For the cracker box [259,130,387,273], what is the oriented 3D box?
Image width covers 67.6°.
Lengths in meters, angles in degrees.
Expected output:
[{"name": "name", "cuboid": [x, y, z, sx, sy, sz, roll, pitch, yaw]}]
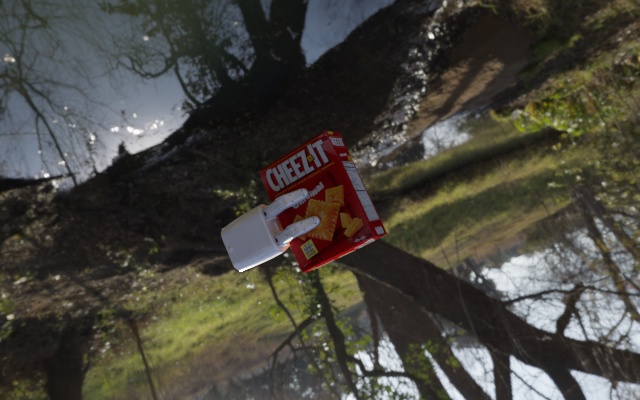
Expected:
[{"name": "cracker box", "cuboid": [0.000, 0.003, 0.885, 0.164, 0.213, 0.072, -28, -10, 24]}]
